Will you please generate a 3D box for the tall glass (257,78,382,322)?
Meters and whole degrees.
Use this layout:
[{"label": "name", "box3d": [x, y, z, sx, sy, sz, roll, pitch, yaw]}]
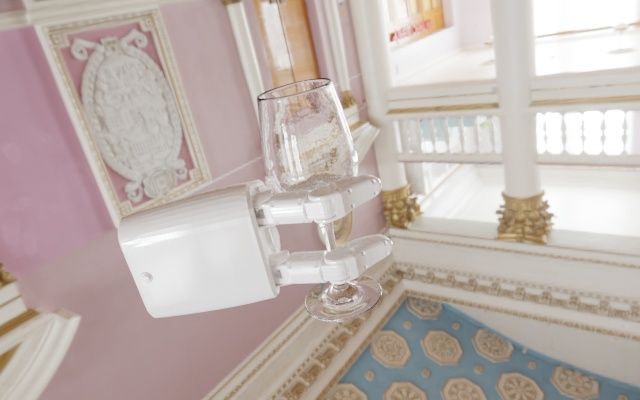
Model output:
[{"label": "tall glass", "box3d": [0.000, 0.002, 0.414, 0.079, 0.201, 0.079, -11, 22, 4]}]
